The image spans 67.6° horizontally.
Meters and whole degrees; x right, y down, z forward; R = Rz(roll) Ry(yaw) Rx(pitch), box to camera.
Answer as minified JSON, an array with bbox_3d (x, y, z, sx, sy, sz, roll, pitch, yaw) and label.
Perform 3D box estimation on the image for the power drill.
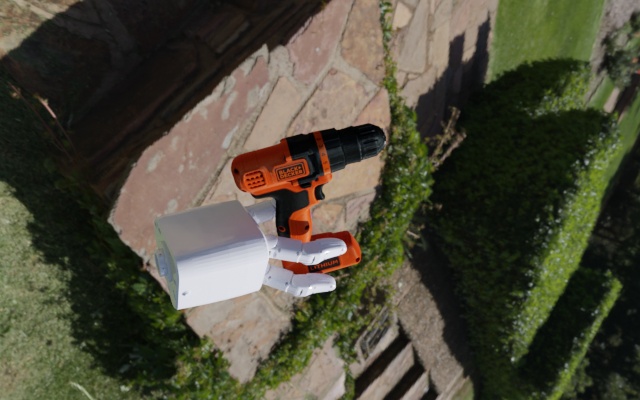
[{"bbox_3d":[0.000,0.002,0.596,0.184,0.188,0.057,-14,32,-1],"label":"power drill"}]
